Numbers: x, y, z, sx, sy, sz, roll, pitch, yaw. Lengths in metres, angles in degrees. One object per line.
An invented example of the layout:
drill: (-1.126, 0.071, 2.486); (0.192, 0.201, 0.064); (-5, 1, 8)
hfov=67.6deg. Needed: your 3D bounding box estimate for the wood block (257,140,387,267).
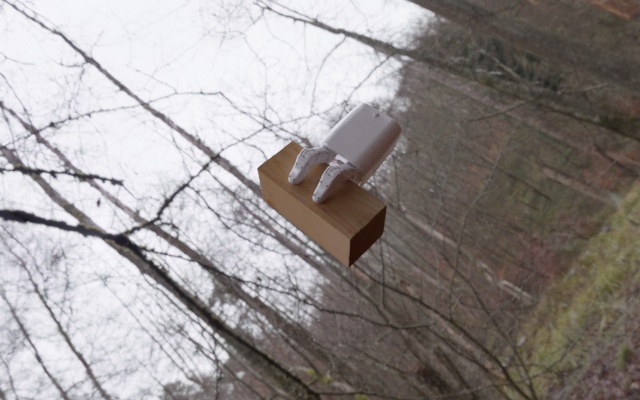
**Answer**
wood block: (0.000, 0.002, 0.797); (0.206, 0.090, 0.091); (37, -27, 25)
